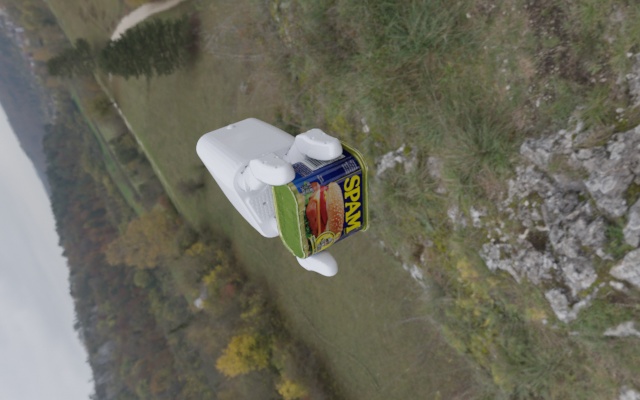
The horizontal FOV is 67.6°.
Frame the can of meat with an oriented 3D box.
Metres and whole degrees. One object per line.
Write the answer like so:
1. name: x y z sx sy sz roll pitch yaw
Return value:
1. can of meat: 0.000 0.002 0.490 0.084 0.102 0.057 -26 42 -25
